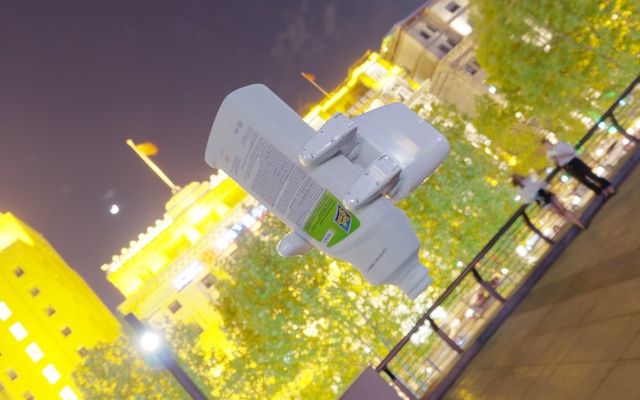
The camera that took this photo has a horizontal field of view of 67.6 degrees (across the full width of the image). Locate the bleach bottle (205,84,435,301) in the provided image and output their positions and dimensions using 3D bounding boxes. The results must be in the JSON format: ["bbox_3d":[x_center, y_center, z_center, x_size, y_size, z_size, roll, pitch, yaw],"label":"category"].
[{"bbox_3d":[0.000,0.001,0.459,0.068,0.251,0.103,-34,-19,-44],"label":"bleach bottle"}]
